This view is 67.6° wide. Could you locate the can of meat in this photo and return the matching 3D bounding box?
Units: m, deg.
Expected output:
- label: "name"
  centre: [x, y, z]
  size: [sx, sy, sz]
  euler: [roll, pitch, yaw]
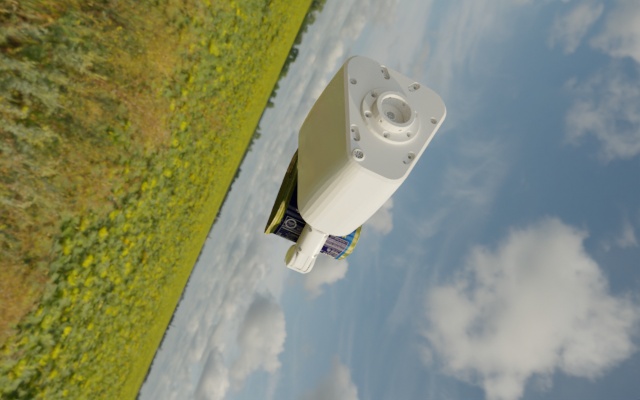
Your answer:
- label: "can of meat"
  centre: [0.000, 0.002, 0.491]
  size: [0.084, 0.102, 0.057]
  euler: [23, -32, -10]
